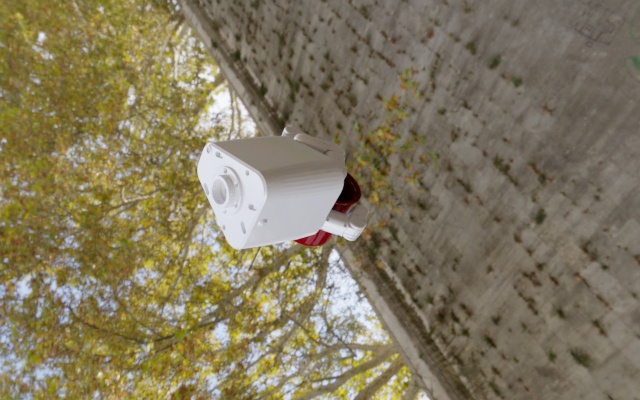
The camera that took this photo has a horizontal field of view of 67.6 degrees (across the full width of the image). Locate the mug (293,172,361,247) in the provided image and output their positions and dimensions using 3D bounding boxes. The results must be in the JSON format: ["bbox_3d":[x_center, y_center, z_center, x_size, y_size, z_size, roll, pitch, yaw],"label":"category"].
[{"bbox_3d":[0.001,0.002,0.611,0.117,0.081,0.093,-8,47,-45],"label":"mug"}]
